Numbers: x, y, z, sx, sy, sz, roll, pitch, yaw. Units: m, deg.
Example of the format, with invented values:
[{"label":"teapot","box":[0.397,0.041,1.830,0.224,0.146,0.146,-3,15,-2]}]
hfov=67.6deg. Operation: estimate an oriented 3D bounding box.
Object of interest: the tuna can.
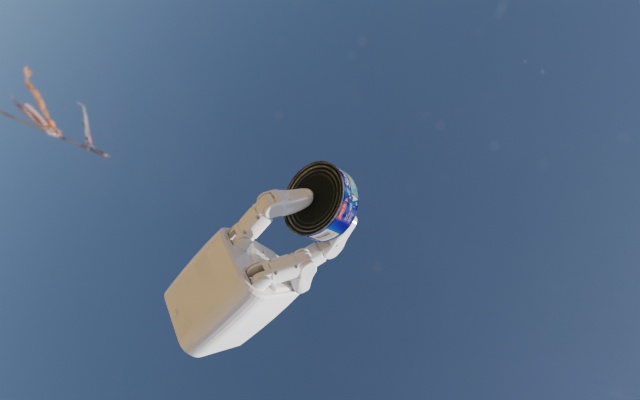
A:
[{"label":"tuna can","box":[0.000,0.002,0.530,0.086,0.086,0.034,0,-18,41]}]
